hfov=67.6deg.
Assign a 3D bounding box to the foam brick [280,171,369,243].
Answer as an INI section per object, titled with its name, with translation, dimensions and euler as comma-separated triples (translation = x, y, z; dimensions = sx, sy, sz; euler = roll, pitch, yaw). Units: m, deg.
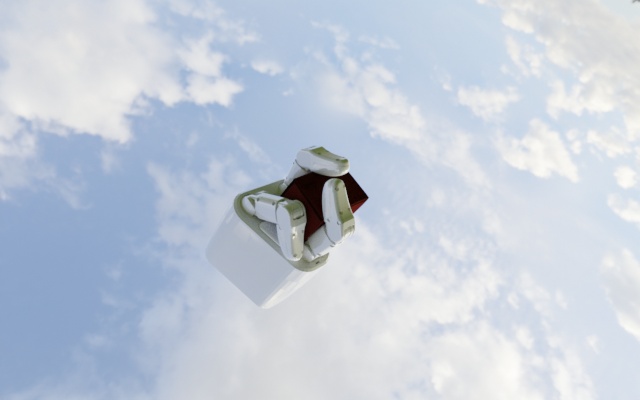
[foam brick]
translation = 0.000, 0.002, 0.503
dimensions = 0.078, 0.053, 0.051
euler = -22, -19, -45
